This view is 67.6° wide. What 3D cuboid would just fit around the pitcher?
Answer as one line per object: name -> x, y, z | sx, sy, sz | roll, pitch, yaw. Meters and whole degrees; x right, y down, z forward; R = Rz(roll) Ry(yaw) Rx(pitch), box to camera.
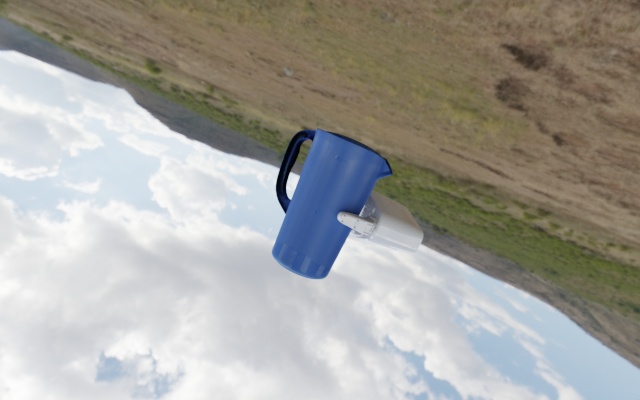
pitcher -> 0.000, 0.003, 0.826 | 0.145, 0.243, 0.149 | 21, 8, -28
